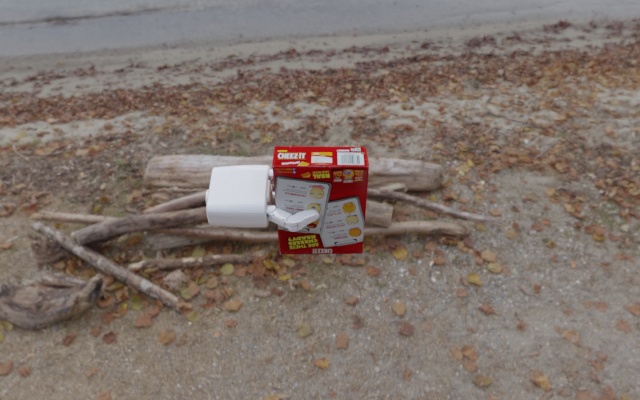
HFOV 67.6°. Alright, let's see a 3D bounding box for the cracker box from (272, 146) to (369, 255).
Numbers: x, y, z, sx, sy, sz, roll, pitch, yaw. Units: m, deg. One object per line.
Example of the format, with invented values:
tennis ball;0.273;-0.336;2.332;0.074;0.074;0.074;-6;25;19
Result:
cracker box;0.000;0.003;0.880;0.164;0.214;0.072;0;41;0
